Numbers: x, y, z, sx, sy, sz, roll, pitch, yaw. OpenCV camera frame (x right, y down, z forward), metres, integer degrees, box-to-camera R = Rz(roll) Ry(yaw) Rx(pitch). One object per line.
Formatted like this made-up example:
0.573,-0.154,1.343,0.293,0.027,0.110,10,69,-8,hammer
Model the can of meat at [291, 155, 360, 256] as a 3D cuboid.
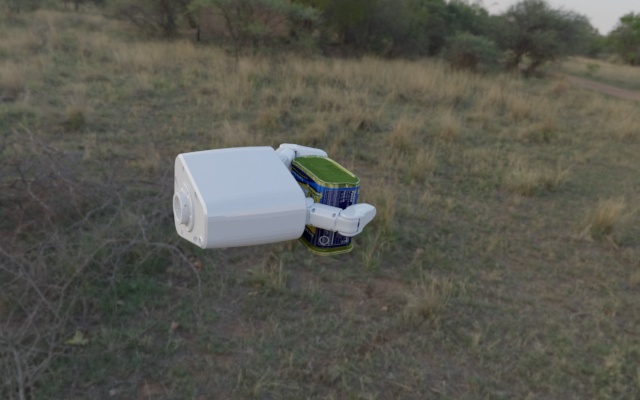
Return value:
0.000,0.002,0.552,0.057,0.084,0.102,-5,25,-28,can of meat
